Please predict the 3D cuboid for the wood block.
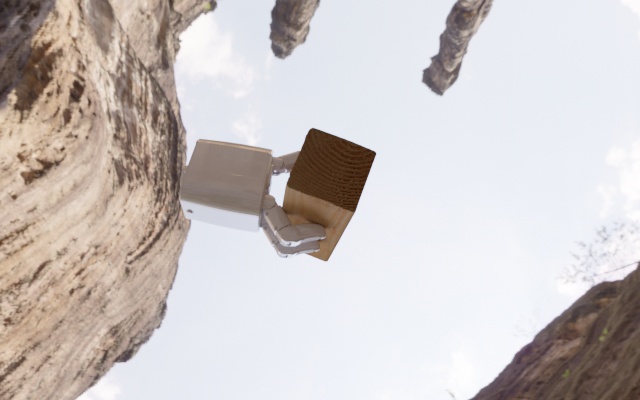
[{"bbox_3d":[0.000,0.002,0.660,0.090,0.090,0.206,21,-24,0],"label":"wood block"}]
